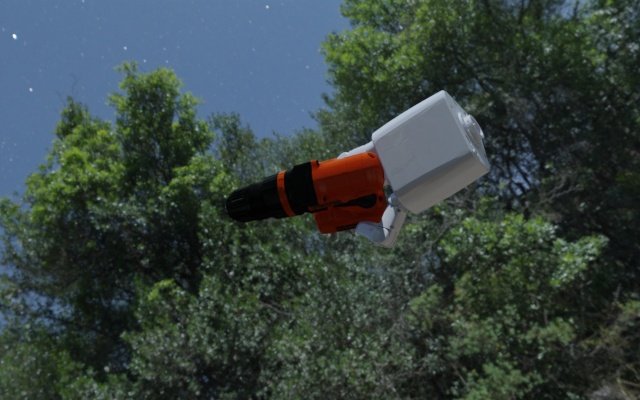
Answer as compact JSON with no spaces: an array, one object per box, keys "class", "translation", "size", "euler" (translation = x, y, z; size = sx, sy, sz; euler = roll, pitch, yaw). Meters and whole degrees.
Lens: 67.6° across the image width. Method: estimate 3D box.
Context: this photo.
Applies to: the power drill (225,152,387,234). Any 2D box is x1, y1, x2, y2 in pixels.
[{"class":"power drill","translation":[0.000,0.002,0.590],"size":[0.184,0.057,0.188],"euler":[-12,-12,16]}]
